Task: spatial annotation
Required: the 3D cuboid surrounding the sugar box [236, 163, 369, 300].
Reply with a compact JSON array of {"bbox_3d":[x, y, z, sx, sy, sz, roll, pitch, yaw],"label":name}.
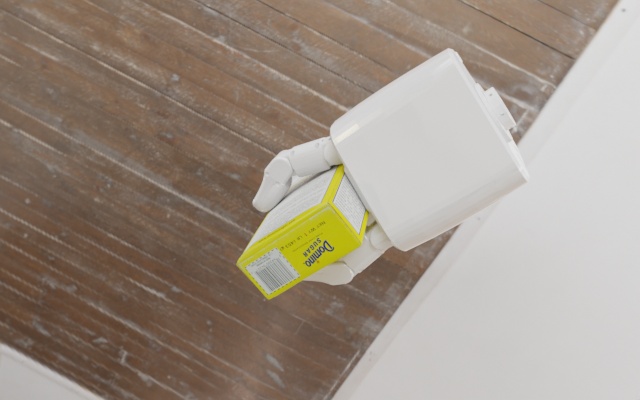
[{"bbox_3d":[0.000,0.002,0.413,0.093,0.048,0.176,-33,12,25],"label":"sugar box"}]
